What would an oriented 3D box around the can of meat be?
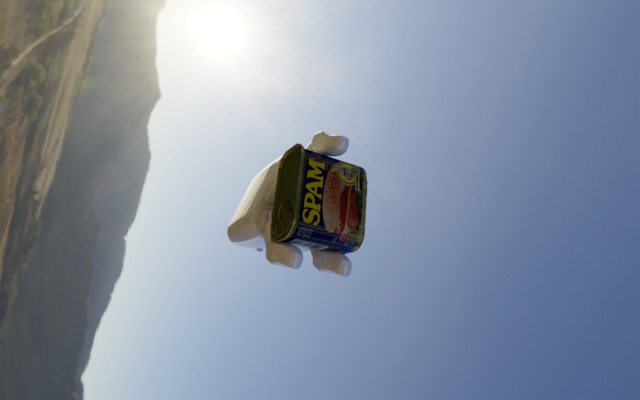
[{"bbox_3d":[0.000,0.002,0.504,0.084,0.102,0.057,15,-21,-26],"label":"can of meat"}]
